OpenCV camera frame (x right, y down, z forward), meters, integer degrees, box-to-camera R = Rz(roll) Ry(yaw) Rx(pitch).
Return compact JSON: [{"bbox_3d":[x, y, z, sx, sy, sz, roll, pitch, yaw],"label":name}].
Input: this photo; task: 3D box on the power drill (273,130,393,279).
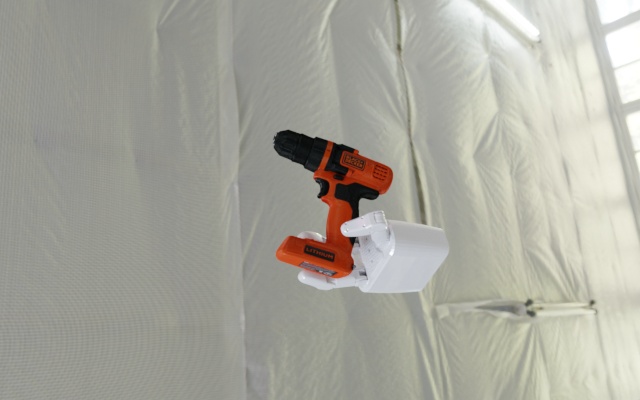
[{"bbox_3d":[0.000,0.003,0.671,0.184,0.187,0.057,19,-20,-6],"label":"power drill"}]
